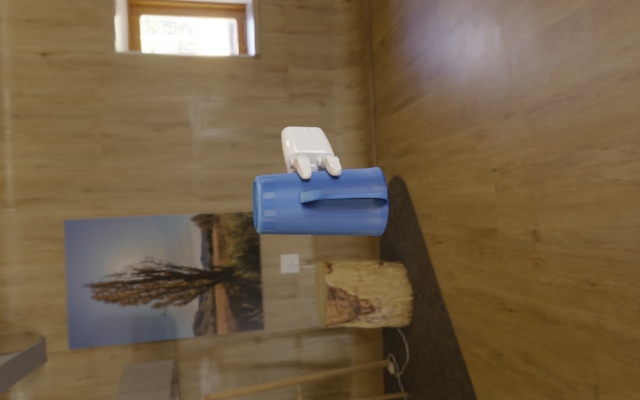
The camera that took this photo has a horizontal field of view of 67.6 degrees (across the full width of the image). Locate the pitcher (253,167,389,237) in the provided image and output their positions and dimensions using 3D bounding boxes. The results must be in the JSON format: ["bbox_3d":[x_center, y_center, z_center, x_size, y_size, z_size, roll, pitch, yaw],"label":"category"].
[{"bbox_3d":[0.000,0.003,0.887,0.243,0.149,0.145,-2,37,-12],"label":"pitcher"}]
